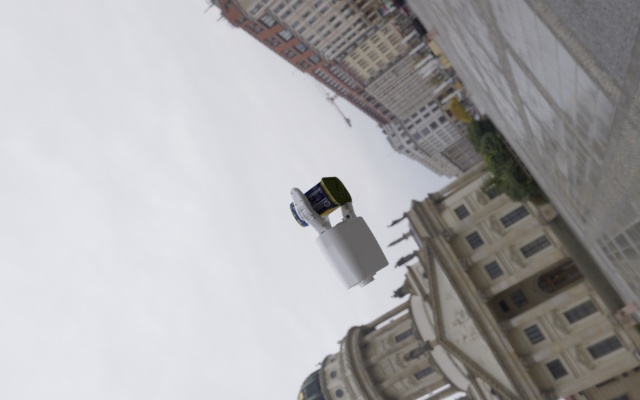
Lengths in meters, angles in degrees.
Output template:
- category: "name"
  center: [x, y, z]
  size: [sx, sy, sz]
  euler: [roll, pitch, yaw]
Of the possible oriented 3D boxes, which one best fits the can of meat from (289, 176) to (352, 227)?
- category: "can of meat"
  center: [0.000, 0.003, 0.879]
  size: [0.084, 0.057, 0.102]
  euler: [-36, -9, 19]
